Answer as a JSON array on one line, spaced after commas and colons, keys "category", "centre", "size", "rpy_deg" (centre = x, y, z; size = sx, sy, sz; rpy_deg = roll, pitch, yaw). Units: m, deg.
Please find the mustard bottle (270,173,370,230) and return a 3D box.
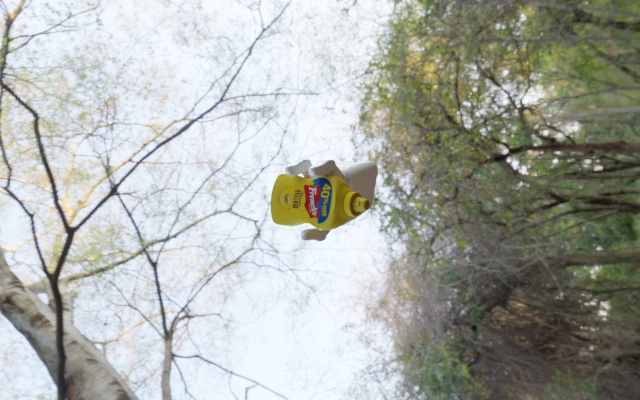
[{"category": "mustard bottle", "centre": [0.000, 0.003, 0.836], "size": [0.191, 0.096, 0.058], "rpy_deg": [4, -6, 36]}]
